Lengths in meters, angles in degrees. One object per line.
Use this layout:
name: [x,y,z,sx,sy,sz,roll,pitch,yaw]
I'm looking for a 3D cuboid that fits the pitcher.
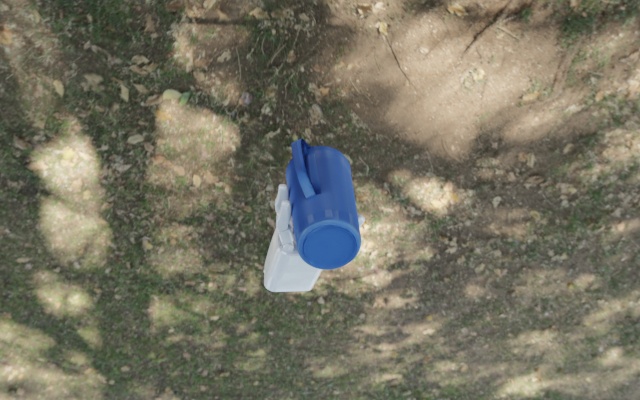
pitcher: [0.000,0.003,0.877,0.149,0.145,0.242,15,31,-16]
